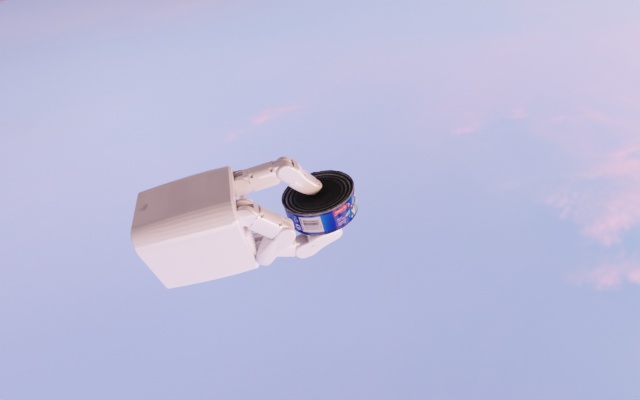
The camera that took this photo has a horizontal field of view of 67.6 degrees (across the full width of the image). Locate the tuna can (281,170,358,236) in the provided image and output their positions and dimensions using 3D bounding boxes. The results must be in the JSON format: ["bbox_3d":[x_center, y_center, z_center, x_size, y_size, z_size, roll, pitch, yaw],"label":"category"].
[{"bbox_3d":[0.000,0.002,0.557,0.086,0.034,0.086,-11,35,8],"label":"tuna can"}]
